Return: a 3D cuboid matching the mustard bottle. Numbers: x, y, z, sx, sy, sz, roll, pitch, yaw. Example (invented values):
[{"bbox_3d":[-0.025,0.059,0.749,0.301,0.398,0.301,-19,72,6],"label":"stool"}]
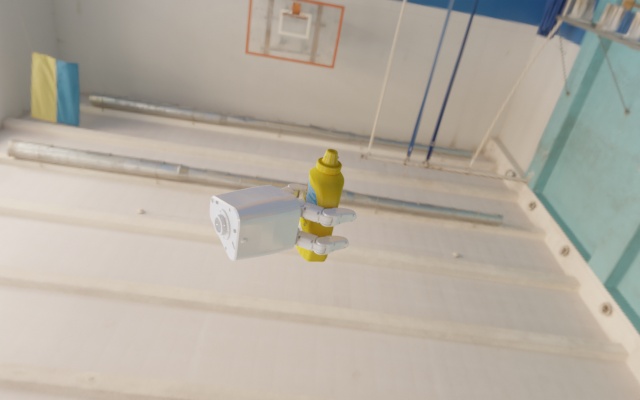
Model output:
[{"bbox_3d":[0.000,0.003,0.802,0.058,0.192,0.096,4,31,-14],"label":"mustard bottle"}]
